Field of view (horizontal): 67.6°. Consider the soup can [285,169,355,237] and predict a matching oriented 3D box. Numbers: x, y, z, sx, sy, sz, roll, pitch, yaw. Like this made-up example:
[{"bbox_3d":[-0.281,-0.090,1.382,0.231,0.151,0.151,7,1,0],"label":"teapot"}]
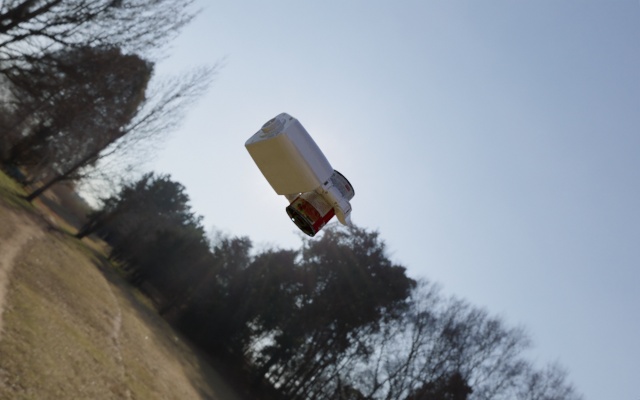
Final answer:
[{"bbox_3d":[0.001,0.003,0.800,0.102,0.068,0.068,-44,17,-19],"label":"soup can"}]
